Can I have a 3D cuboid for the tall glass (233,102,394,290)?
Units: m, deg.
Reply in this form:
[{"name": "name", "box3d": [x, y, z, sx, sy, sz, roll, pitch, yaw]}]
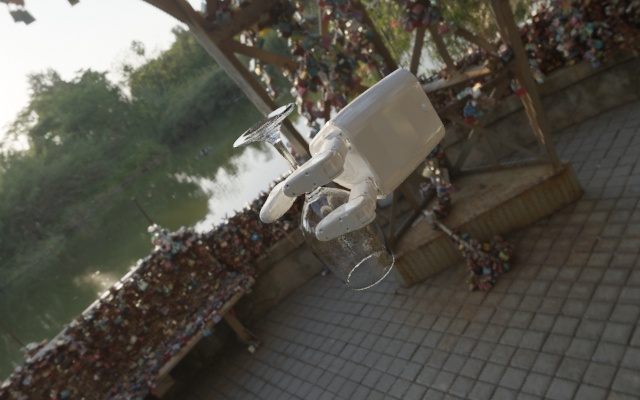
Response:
[{"name": "tall glass", "box3d": [0.000, 0.001, 0.499, 0.079, 0.201, 0.079, -31, 19, 12]}]
